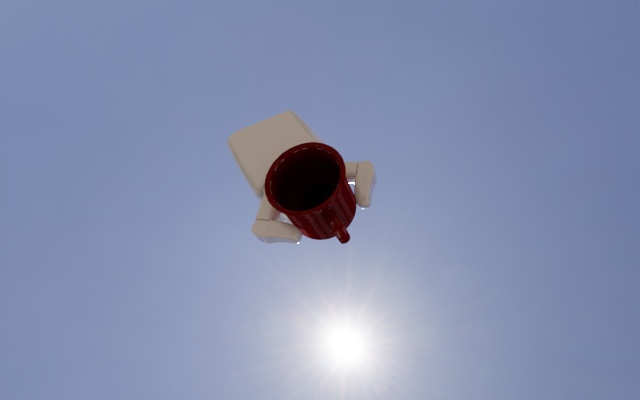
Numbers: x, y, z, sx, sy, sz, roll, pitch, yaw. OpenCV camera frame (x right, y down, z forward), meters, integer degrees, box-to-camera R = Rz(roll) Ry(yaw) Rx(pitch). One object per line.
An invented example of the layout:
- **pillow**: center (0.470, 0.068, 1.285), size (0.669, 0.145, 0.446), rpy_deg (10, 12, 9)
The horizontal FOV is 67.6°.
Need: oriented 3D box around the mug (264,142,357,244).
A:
- **mug**: center (0.001, 0.003, 0.542), size (0.093, 0.117, 0.081), rpy_deg (-36, -34, -3)
